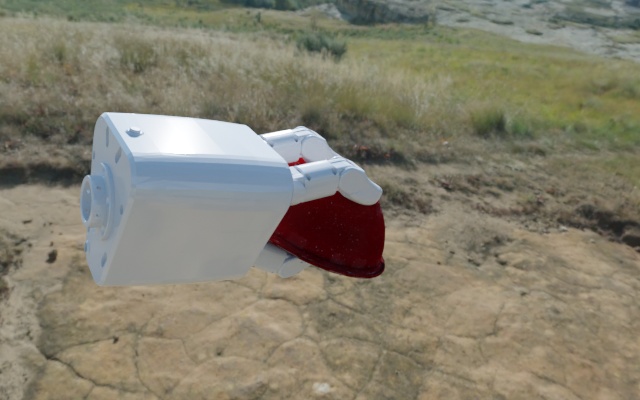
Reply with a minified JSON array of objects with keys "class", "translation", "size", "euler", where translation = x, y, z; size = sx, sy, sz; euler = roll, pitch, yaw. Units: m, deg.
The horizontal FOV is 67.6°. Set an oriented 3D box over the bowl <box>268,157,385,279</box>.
[{"class":"bowl","translation":[0.001,0.001,0.435],"size":[0.162,0.055,0.162],"euler":[27,15,-8]}]
